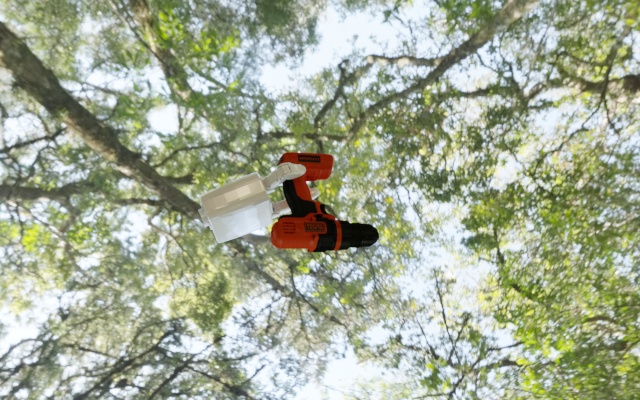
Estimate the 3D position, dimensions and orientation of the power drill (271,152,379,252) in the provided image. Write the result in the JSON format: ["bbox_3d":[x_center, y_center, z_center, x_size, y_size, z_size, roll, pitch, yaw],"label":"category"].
[{"bbox_3d":[0.000,0.002,0.829,0.184,0.187,0.057,2,-39,-18],"label":"power drill"}]
